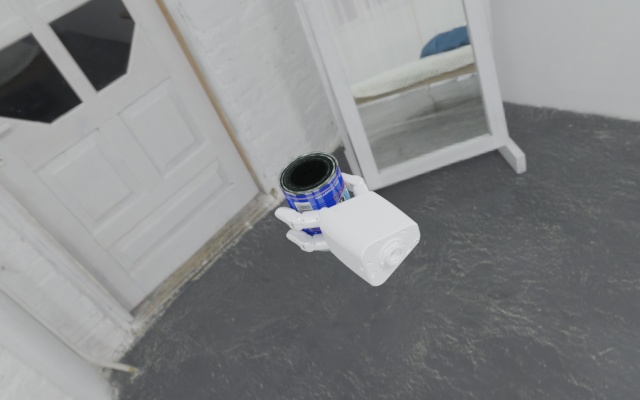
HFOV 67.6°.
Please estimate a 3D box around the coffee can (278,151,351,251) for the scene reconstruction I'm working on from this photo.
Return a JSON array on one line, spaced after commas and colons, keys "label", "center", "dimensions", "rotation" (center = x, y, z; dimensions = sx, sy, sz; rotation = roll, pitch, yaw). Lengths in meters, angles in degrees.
[{"label": "coffee can", "center": [0.000, 0.003, 0.810], "dimensions": [0.103, 0.102, 0.140], "rotation": [0, -44, 25]}]
